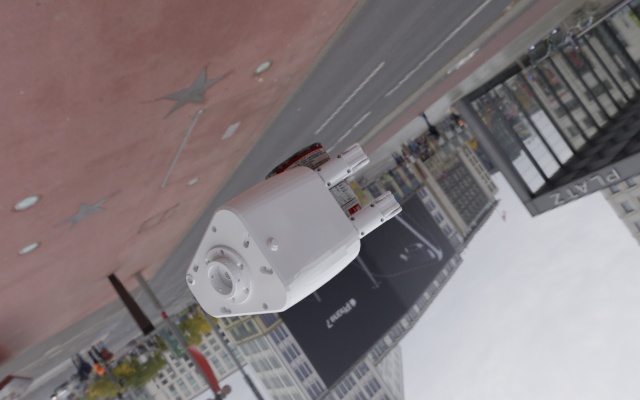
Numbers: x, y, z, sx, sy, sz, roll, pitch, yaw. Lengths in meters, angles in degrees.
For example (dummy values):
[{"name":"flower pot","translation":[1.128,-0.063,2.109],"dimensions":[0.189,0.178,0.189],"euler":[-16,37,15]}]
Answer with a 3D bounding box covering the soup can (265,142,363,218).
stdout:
[{"name":"soup can","translation":[0.000,0.002,0.484],"dimensions":[0.068,0.102,0.068],"euler":[-34,-3,-2]}]
